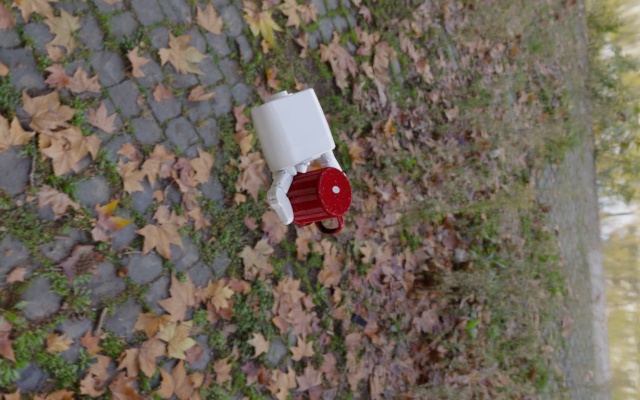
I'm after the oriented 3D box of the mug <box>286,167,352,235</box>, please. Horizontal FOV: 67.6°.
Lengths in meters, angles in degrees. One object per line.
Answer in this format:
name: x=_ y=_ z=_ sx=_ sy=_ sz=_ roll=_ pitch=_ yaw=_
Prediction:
mug: x=0.001 y=0.004 z=0.772 sx=0.081 sy=0.117 sz=0.093 roll=-11 pitch=16 yaw=42
